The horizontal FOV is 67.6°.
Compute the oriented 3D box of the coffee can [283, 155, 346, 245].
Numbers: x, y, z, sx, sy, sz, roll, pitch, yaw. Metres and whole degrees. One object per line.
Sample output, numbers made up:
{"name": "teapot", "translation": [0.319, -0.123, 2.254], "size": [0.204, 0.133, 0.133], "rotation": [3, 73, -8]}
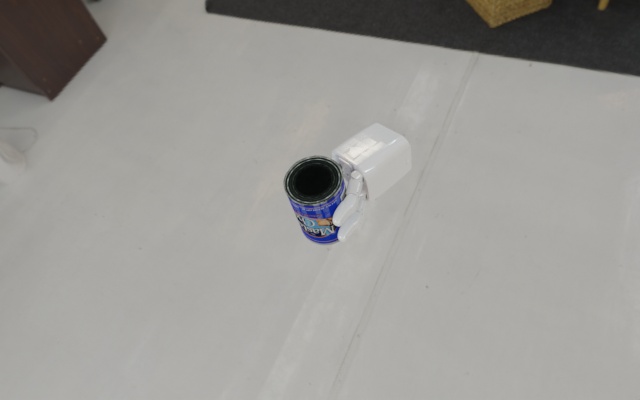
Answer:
{"name": "coffee can", "translation": [0.000, 0.003, 0.852], "size": [0.103, 0.102, 0.140], "rotation": [0, -33, 12]}
